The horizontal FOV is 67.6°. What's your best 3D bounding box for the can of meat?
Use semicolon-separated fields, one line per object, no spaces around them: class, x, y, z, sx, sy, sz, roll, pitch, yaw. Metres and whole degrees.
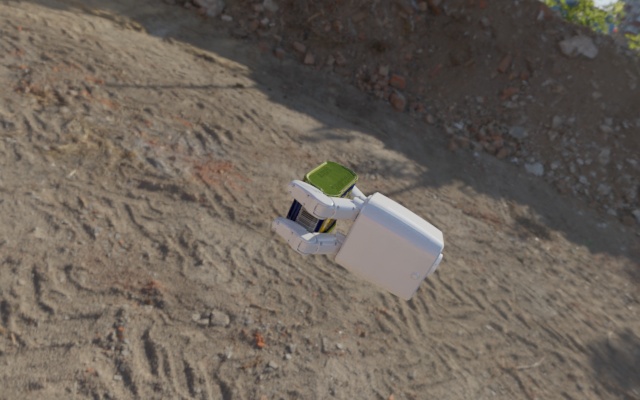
can of meat;0.000;0.002;0.628;0.057;0.084;0.102;32;29;10
